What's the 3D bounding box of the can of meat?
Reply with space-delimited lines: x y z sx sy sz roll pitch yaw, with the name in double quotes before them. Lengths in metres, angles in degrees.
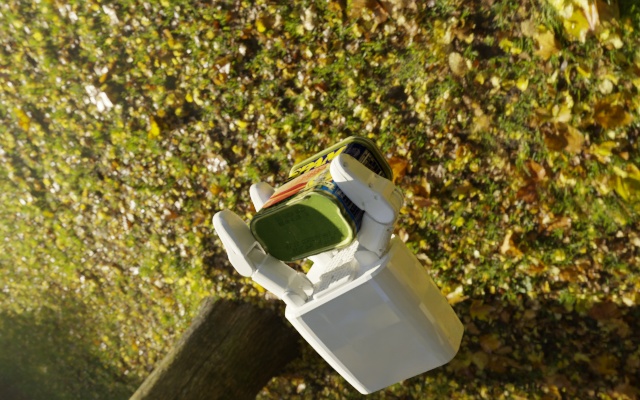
"can of meat" 0.000 0.001 0.401 0.102 0.057 0.084 -23 21 40
